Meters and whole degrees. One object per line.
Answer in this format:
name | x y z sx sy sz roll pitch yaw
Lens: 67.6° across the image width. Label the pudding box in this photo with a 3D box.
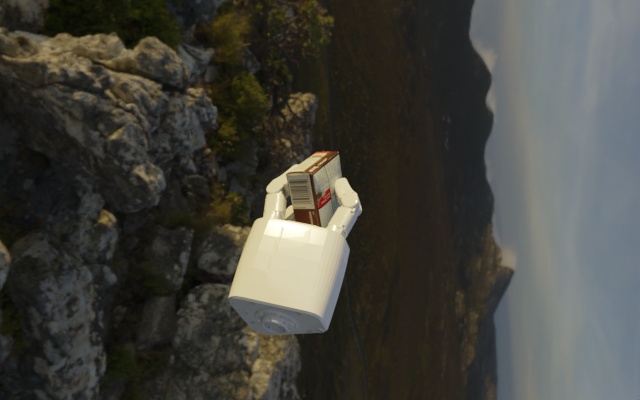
pudding box | 0.000 0.002 0.621 0.039 0.113 0.090 2 23 24
